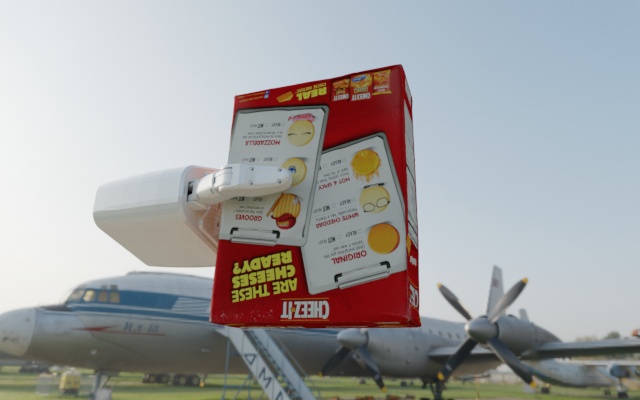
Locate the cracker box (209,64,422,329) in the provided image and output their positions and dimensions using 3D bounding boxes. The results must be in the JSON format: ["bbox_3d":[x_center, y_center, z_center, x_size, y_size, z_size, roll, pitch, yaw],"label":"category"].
[{"bbox_3d":[0.000,0.001,0.419,0.164,0.213,0.072,-6,-20,20],"label":"cracker box"}]
